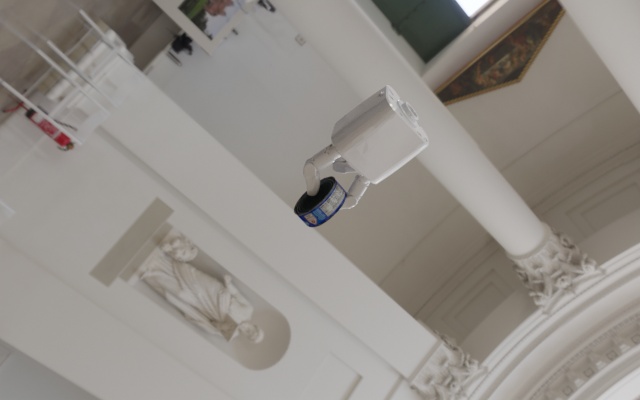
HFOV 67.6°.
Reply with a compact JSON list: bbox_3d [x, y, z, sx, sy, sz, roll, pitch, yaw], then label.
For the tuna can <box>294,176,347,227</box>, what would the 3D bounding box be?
[{"bbox_3d":[0.000,0.003,0.769,0.034,0.086,0.086,48,-21,-20],"label":"tuna can"}]
